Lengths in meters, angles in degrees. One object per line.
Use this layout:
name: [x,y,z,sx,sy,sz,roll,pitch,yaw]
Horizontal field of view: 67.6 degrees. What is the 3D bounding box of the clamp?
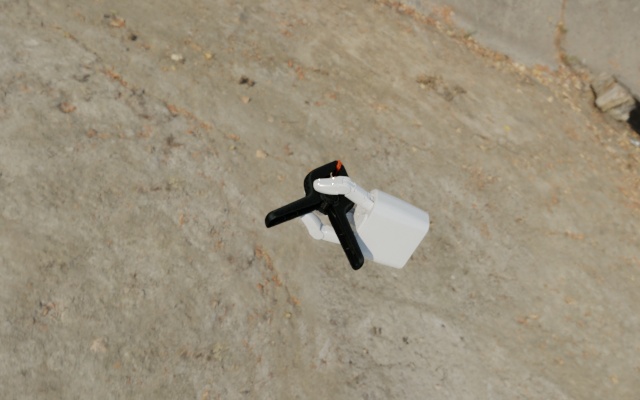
clamp: [0.001,0.002,0.776,0.164,0.209,0.036,23,-47,-15]
